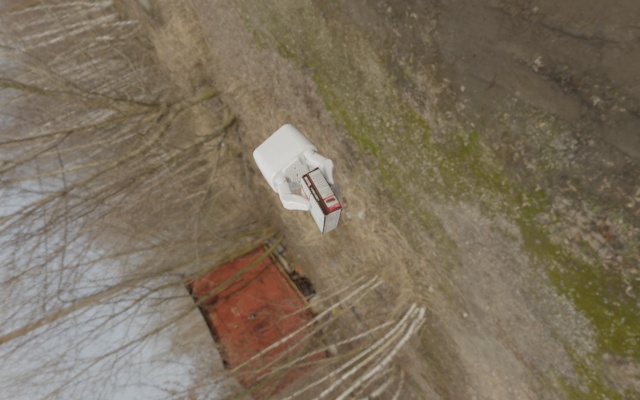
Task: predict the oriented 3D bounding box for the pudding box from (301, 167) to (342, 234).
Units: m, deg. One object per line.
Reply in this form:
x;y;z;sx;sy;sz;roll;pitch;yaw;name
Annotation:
0.000;0.003;0.879;0.039;0.090;0.113;-28;-17;-10;pudding box
